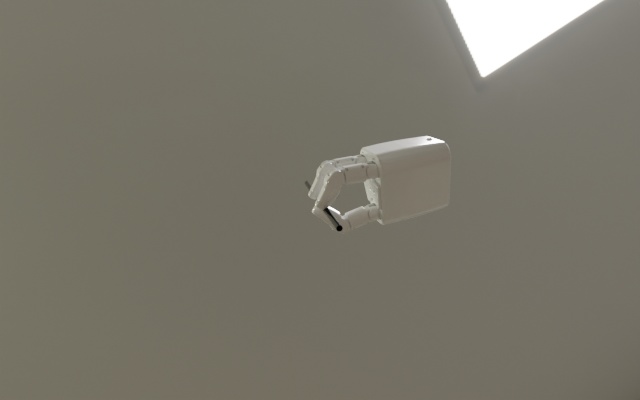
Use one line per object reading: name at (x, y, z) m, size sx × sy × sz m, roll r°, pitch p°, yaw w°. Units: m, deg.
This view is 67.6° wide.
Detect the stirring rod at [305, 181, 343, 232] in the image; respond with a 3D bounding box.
stirring rod at (0.000, 0.002, 0.692) m, size 0.011 × 0.011 × 0.239 m, roll 0°, pitch 15°, yaw -11°
